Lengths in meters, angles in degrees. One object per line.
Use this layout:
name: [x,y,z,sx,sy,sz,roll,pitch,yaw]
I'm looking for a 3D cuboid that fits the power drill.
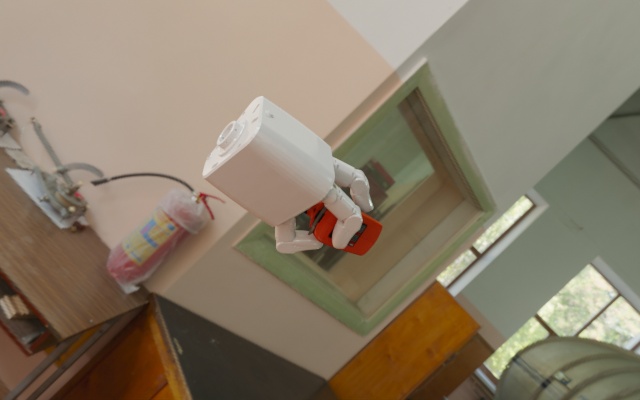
power drill: [0.000,0.002,0.674,0.184,0.057,0.187,22,13,-44]
